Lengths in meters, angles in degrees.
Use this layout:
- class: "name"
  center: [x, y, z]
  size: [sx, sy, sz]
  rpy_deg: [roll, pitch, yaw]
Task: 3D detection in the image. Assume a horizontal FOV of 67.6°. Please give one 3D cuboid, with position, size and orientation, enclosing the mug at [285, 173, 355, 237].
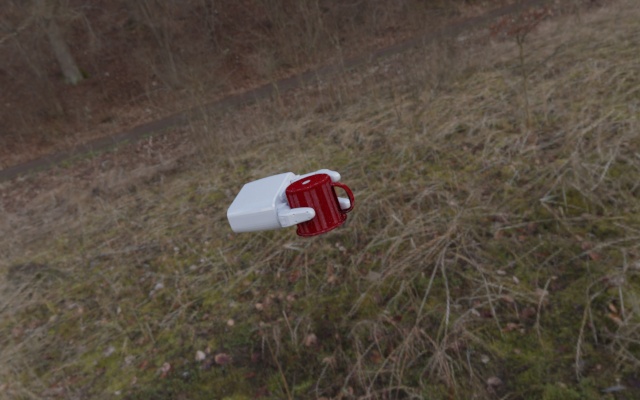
- class: "mug"
  center: [0.001, 0.002, 0.806]
  size: [0.117, 0.081, 0.093]
  rpy_deg: [-11, 18, 25]
